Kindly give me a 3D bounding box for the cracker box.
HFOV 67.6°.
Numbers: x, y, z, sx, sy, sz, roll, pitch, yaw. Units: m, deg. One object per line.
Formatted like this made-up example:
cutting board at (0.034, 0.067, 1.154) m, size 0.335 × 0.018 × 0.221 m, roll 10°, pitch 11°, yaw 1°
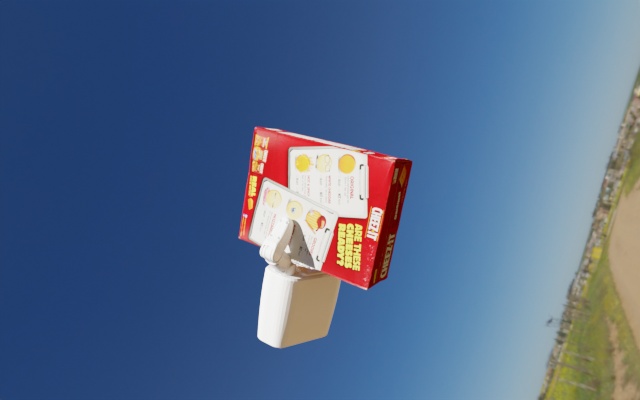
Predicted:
cracker box at (0.000, 0.002, 0.642) m, size 0.213 × 0.164 × 0.072 m, roll 17°, pitch 14°, yaw 29°
